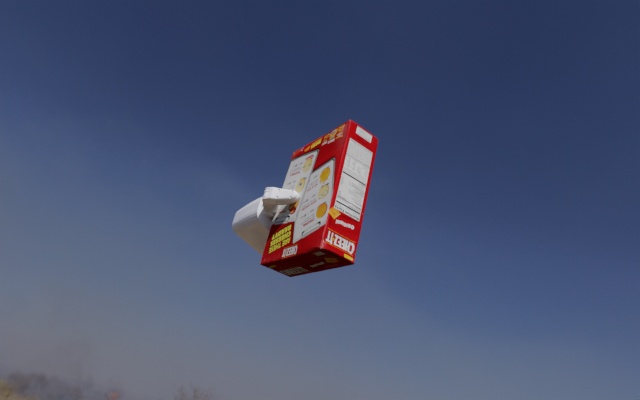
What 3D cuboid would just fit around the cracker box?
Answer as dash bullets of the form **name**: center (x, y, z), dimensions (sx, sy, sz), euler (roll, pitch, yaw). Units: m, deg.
- **cracker box**: center (0.000, 0.002, 0.746), dimensions (0.072, 0.213, 0.164), euler (28, -29, -28)
